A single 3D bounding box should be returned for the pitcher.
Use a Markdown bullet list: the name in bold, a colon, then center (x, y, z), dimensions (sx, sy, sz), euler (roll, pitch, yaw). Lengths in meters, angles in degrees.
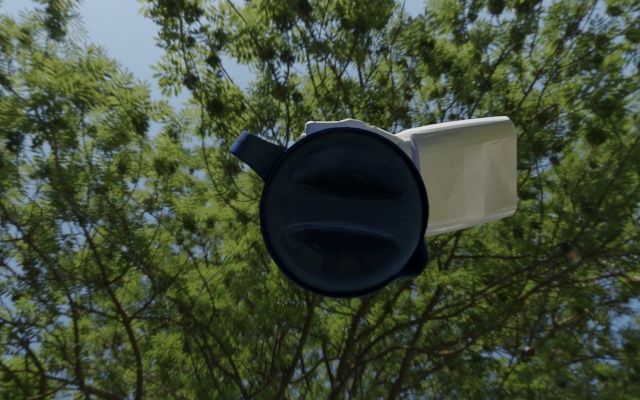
- **pitcher**: center (0.000, 0.002, 0.480), dimensions (0.145, 0.149, 0.243), euler (-13, 2, -6)
